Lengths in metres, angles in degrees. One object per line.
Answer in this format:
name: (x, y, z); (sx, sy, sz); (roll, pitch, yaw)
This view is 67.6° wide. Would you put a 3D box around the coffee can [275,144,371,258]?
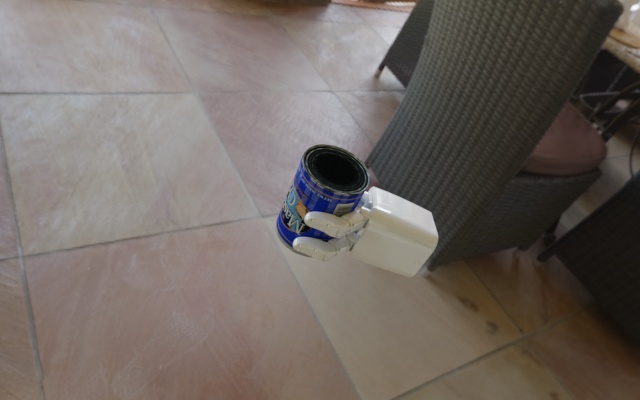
coffee can: (0.000, 0.002, 0.712); (0.103, 0.102, 0.140); (0, -43, -27)
